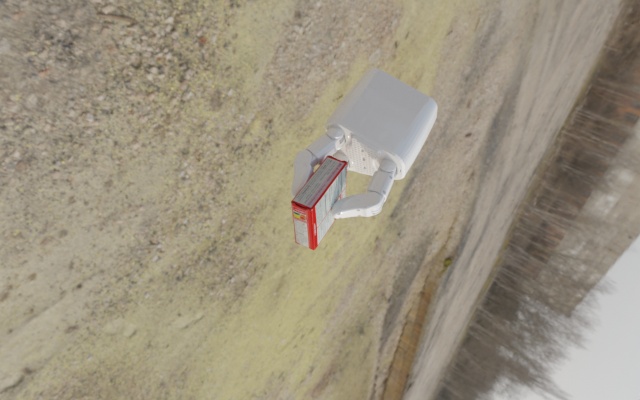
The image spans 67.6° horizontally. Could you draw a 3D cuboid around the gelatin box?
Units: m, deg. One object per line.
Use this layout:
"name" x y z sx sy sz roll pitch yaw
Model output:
"gelatin box" 0.000 0.002 0.563 0.030 0.073 0.089 21 51 20
